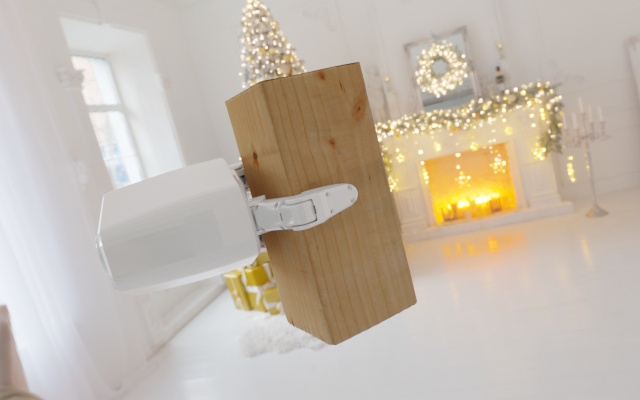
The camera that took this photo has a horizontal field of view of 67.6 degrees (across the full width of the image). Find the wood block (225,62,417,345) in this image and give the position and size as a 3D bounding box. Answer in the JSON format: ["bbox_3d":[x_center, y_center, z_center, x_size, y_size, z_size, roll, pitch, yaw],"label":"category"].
[{"bbox_3d":[0.000,0.001,0.408,0.090,0.206,0.091,-19,9,-27],"label":"wood block"}]
